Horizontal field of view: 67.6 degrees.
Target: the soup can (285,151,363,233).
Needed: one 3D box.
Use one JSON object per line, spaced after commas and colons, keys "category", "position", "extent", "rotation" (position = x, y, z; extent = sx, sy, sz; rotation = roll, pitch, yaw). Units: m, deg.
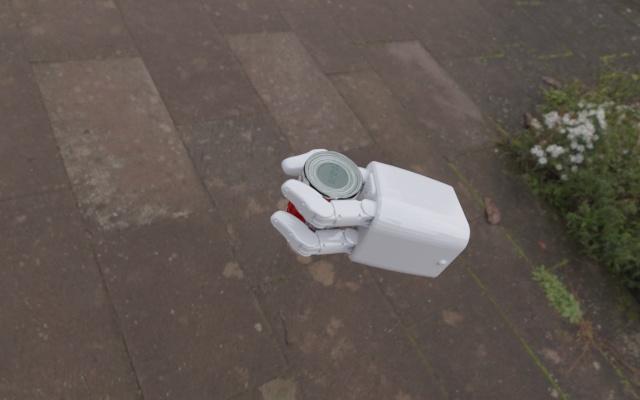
{"category": "soup can", "position": [0.000, 0.001, 0.541], "extent": [0.068, 0.068, 0.102], "rotation": [0, -37, -21]}
